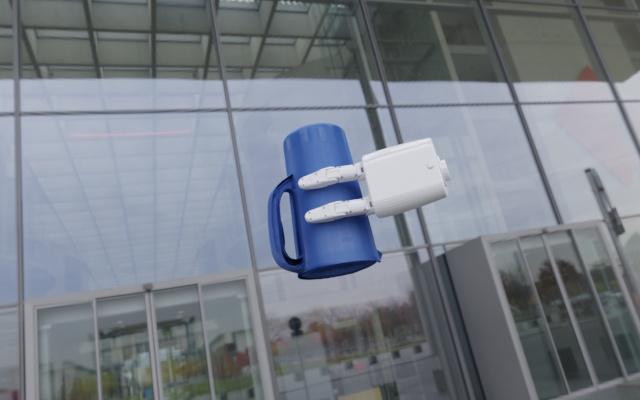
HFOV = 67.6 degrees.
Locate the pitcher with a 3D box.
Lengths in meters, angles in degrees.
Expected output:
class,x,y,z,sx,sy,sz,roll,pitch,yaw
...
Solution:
class,x,y,z,sx,sy,sz,roll,pitch,yaw
pitcher,0.000,0.002,0.773,0.145,0.242,0.149,-16,-17,16
